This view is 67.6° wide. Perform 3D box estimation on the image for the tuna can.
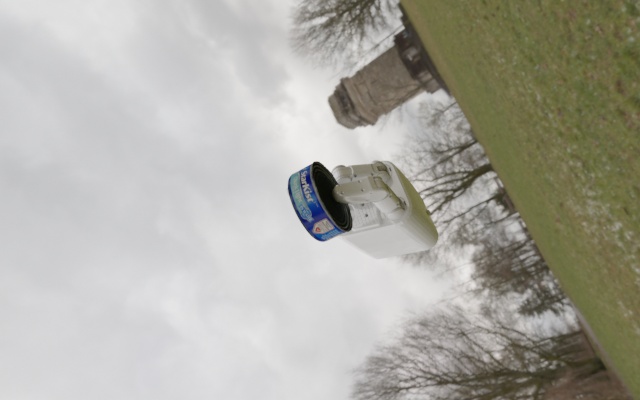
[{"bbox_3d":[0.000,0.002,0.528,0.034,0.086,0.086,-27,-9,19],"label":"tuna can"}]
